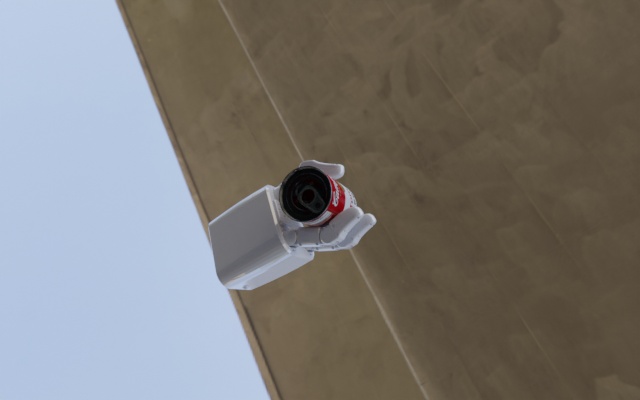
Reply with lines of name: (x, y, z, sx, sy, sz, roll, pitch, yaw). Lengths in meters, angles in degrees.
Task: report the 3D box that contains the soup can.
soup can: (0.001, 0.002, 0.604, 0.068, 0.068, 0.102, 0, -11, 22)
